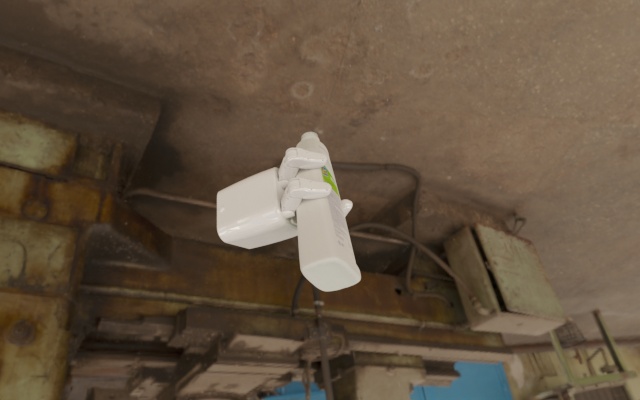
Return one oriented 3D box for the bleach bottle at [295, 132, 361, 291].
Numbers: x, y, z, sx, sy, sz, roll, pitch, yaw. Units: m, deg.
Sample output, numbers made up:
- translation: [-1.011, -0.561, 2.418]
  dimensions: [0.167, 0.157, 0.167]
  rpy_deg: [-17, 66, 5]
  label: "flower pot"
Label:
- translation: [0.000, 0.002, 0.724]
  dimensions: [0.068, 0.250, 0.103]
  rpy_deg: [-19, -36, 16]
  label: "bleach bottle"
